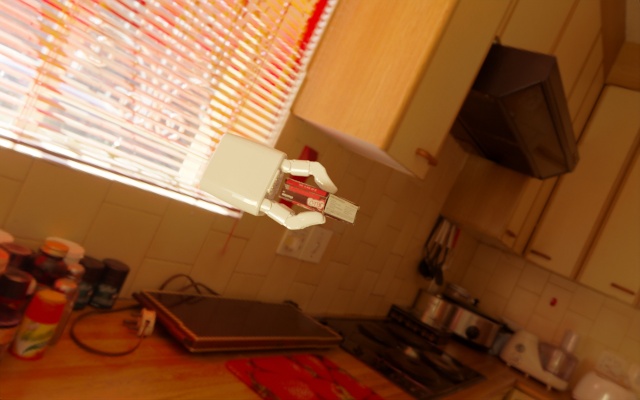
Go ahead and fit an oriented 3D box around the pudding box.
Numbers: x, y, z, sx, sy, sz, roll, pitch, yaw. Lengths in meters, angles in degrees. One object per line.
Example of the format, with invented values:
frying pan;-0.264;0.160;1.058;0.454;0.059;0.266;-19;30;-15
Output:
pudding box;0.000;0.002;0.783;0.090;0.039;0.113;21;1;32
